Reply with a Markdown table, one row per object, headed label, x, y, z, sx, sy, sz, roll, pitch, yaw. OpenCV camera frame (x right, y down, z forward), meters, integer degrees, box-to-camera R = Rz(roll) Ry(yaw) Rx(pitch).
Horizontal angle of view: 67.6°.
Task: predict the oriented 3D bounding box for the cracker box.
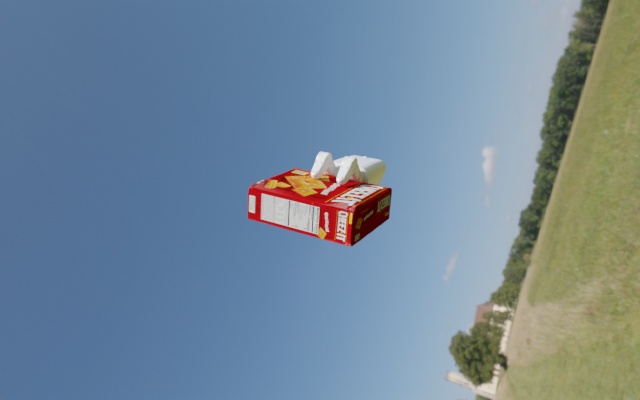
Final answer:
| label | x | y | z | sx | sy | sz | roll | pitch | yaw |
| --- | --- | --- | --- | --- | --- | --- | --- | --- | --- |
| cracker box | 0.000 | 0.003 | 0.871 | 0.213 | 0.072 | 0.164 | 13 | 21 | 27 |
